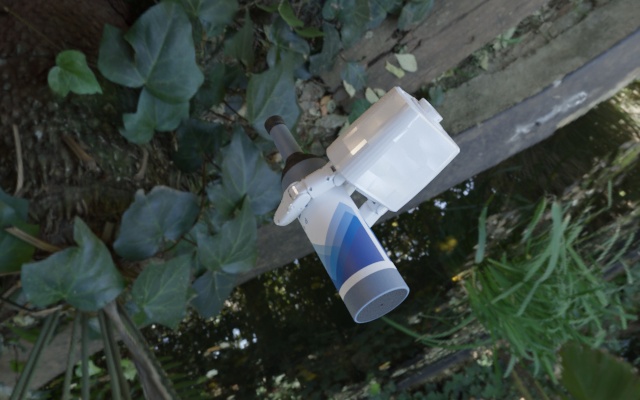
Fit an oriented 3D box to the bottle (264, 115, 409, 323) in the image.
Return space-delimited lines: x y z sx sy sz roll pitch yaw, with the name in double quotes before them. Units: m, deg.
"bottle" 0.000 0.002 0.575 0.069 0.295 0.069 -22 -32 -15
